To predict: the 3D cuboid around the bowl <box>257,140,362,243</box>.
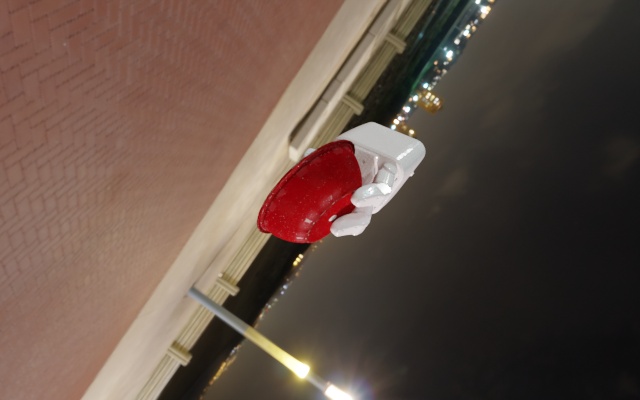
[{"bbox_3d":[-0.001,0.003,0.597,0.055,0.162,0.162,47,19,18],"label":"bowl"}]
